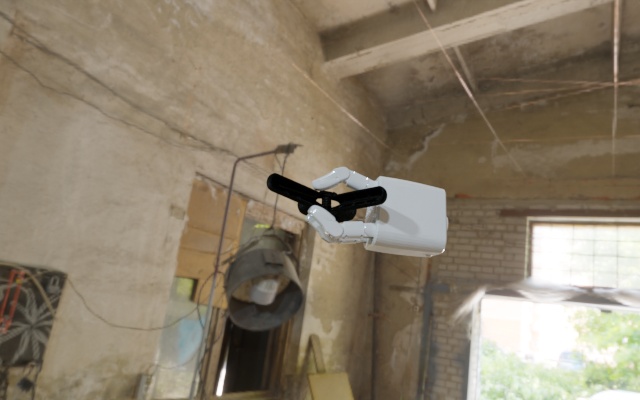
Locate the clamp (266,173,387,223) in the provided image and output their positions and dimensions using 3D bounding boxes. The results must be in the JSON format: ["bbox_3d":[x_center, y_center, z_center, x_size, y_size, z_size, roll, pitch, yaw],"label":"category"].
[{"bbox_3d":[0.000,0.002,0.732,0.164,0.036,0.210,10,-13,-4],"label":"clamp"}]
